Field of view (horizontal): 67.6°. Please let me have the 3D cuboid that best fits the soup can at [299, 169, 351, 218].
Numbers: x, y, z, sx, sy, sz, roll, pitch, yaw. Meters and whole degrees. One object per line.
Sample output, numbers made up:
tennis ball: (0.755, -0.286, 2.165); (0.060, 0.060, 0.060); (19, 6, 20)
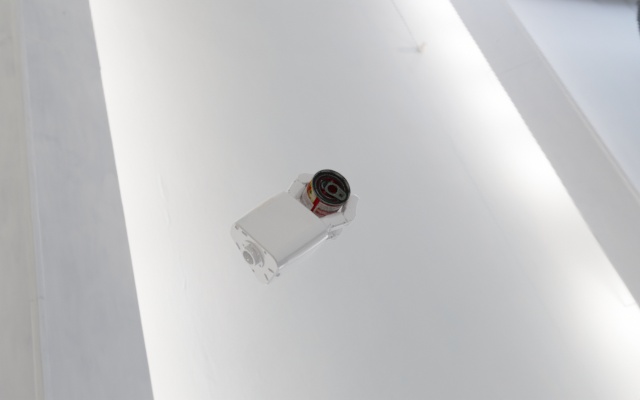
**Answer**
soup can: (0.000, 0.002, 0.810); (0.068, 0.068, 0.102); (0, -30, -24)
